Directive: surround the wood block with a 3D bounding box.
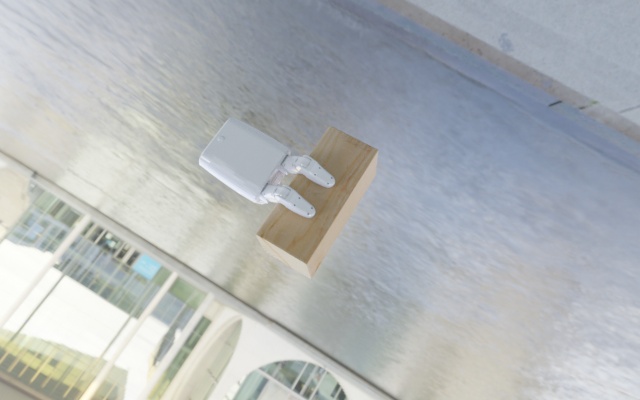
[{"bbox_3d":[0.000,0.002,0.737,0.090,0.206,0.091,29,-18,14],"label":"wood block"}]
